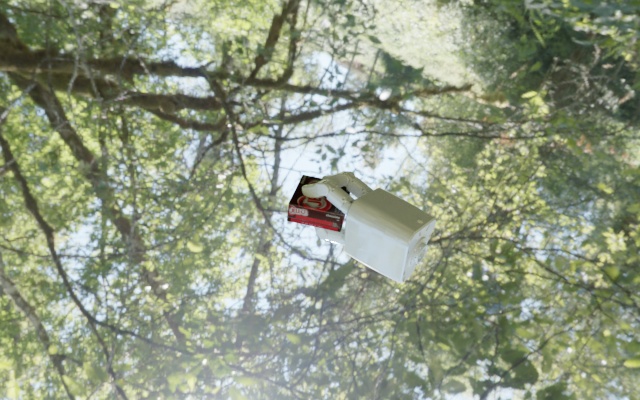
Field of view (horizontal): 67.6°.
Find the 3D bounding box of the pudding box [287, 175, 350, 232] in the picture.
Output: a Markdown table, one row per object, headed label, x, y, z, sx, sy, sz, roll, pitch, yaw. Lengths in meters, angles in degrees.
| label | x | y | z | sx | sy | sz | roll | pitch | yaw |
| --- | --- | --- | --- | --- | --- | --- | --- | --- | --- |
| pudding box | 0.000 | 0.003 | 0.790 | 0.090 | 0.039 | 0.113 | 13 | 27 | 4 |
